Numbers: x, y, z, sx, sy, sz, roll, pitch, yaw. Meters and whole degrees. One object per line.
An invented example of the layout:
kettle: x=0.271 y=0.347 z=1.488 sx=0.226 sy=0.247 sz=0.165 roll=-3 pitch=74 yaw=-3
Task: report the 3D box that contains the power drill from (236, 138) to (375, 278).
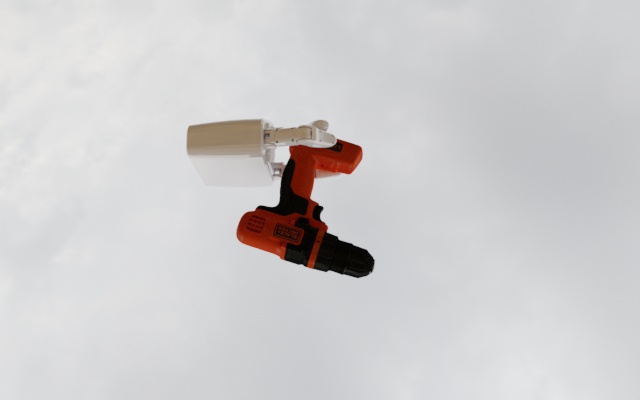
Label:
power drill: x=0.000 y=0.002 z=0.649 sx=0.184 sy=0.187 sz=0.057 roll=18 pitch=-29 yaw=1
